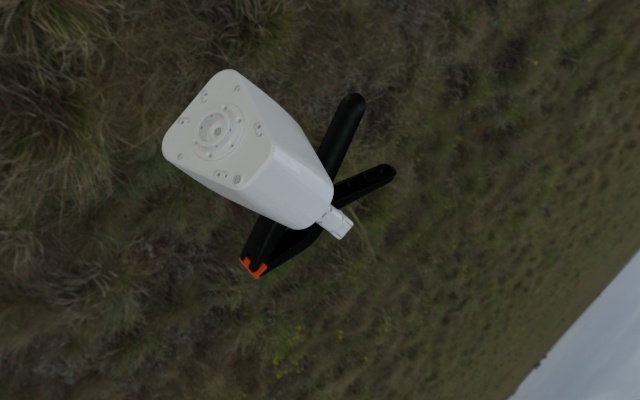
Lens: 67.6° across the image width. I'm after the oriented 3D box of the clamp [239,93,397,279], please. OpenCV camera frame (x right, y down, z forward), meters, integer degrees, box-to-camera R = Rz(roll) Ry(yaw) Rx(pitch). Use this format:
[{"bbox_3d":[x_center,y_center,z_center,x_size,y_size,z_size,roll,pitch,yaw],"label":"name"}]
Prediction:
[{"bbox_3d":[0.000,0.003,0.521,0.036,0.210,0.165,43,3,32],"label":"clamp"}]
